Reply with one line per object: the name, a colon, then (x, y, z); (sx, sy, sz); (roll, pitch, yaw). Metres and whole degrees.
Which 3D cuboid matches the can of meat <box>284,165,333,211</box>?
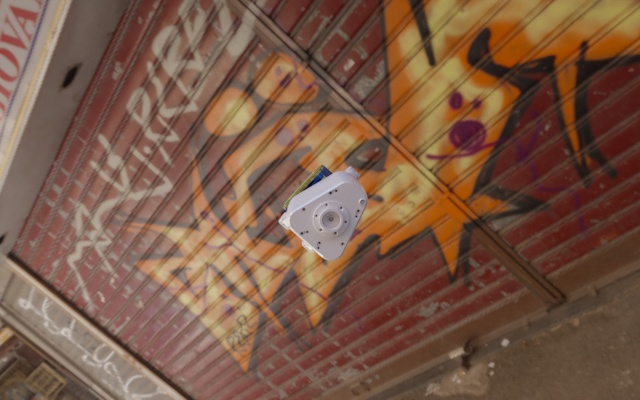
can of meat: (0.000, 0.002, 0.797); (0.084, 0.102, 0.057); (42, 10, -7)
